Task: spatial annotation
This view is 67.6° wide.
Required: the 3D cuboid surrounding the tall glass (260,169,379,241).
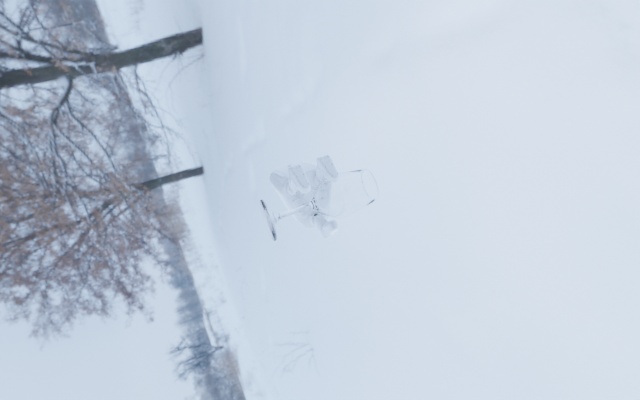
[{"bbox_3d":[0.000,0.003,0.838,0.201,0.079,0.079,-19,5,-16],"label":"tall glass"}]
